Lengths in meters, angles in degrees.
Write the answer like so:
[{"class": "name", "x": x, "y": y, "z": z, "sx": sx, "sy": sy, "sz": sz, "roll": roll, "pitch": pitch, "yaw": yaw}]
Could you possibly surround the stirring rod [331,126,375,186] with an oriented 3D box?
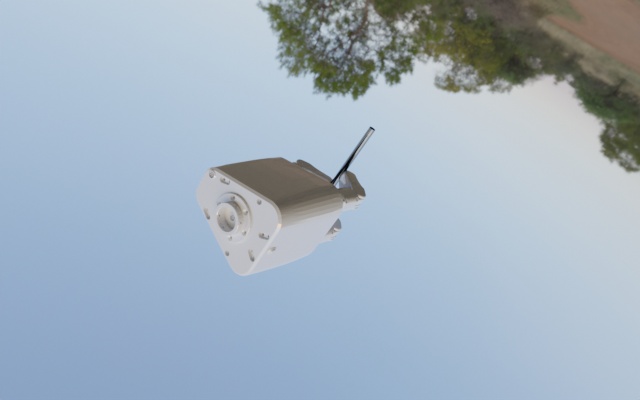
[{"class": "stirring rod", "x": 0.000, "y": 0.002, "z": 0.619, "sx": 0.011, "sy": 0.240, "sz": 0.011, "roll": 26, "pitch": 29, "yaw": -16}]
